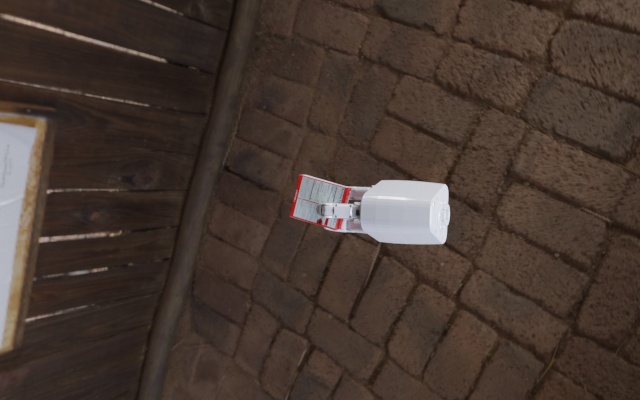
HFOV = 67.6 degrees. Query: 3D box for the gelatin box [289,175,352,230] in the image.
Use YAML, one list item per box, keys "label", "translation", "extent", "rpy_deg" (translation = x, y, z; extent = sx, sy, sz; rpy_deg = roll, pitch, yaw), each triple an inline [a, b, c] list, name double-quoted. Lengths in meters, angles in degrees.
- label: "gelatin box"
  translation: [0.000, 0.003, 0.790]
  extent: [0.089, 0.073, 0.030]
  rpy_deg: [16, 7, 19]
